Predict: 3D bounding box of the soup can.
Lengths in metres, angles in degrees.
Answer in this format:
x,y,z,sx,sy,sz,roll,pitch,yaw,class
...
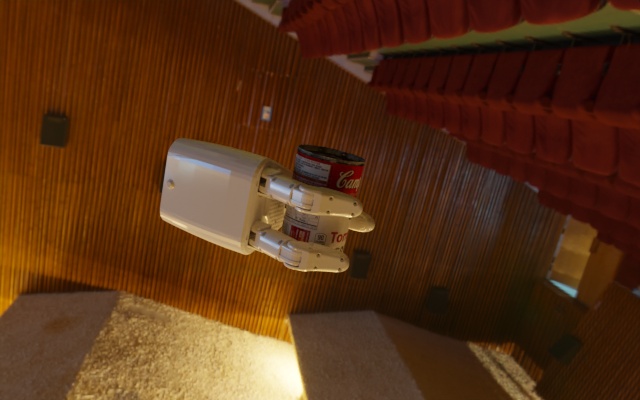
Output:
x,y,z,sx,sy,sz,roll,pitch,yaw,class
0.001,0.002,0.477,0.068,0.102,0.068,12,13,-3,soup can
